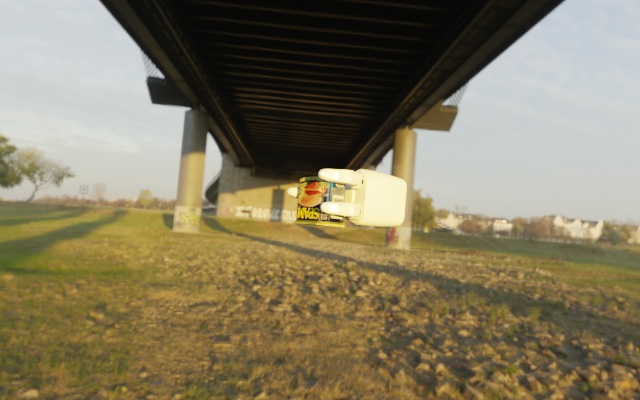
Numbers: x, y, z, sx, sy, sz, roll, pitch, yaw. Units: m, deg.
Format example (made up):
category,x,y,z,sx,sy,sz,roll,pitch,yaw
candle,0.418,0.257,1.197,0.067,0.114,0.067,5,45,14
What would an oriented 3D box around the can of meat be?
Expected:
category,x,y,z,sx,sy,sz,roll,pitch,yaw
can of meat,0.000,0.002,0.844,0.057,0.084,0.102,7,-4,-34
